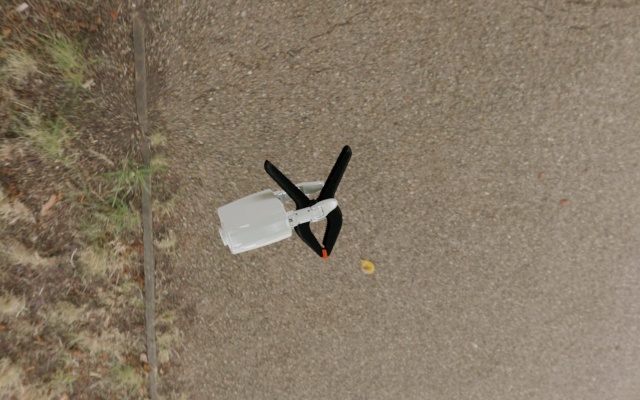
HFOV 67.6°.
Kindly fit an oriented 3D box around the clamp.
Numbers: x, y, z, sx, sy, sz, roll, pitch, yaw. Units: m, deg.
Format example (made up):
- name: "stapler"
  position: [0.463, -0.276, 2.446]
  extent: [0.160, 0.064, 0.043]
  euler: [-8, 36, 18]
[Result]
- name: "clamp"
  position: [0.000, 0.004, 0.884]
  extent: [0.164, 0.210, 0.036]
  euler: [-18, 15, -12]
